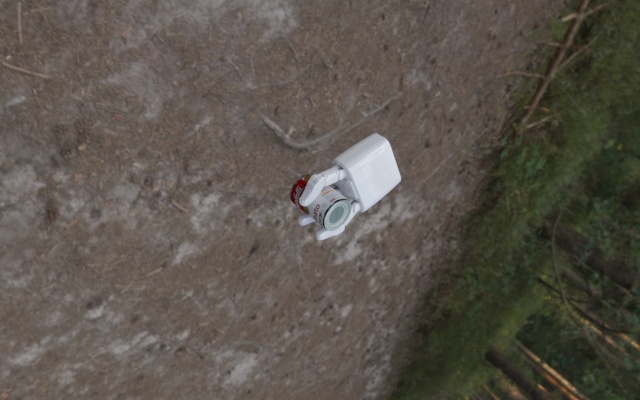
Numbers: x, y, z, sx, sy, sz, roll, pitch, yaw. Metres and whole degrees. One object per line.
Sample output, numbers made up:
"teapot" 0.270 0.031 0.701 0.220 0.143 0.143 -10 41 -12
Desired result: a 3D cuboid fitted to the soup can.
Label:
"soup can" 0.000 0.003 0.885 0.068 0.068 0.102 0 29 -46
